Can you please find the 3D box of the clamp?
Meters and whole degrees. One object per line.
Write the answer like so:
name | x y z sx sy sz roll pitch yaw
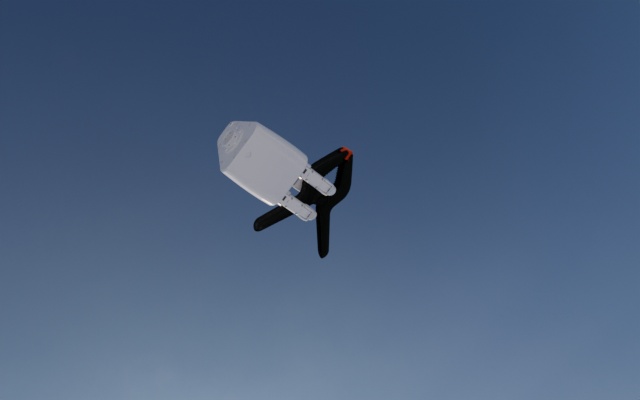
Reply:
clamp | 0.000 0.002 0.857 0.165 0.210 0.036 35 5 -35
